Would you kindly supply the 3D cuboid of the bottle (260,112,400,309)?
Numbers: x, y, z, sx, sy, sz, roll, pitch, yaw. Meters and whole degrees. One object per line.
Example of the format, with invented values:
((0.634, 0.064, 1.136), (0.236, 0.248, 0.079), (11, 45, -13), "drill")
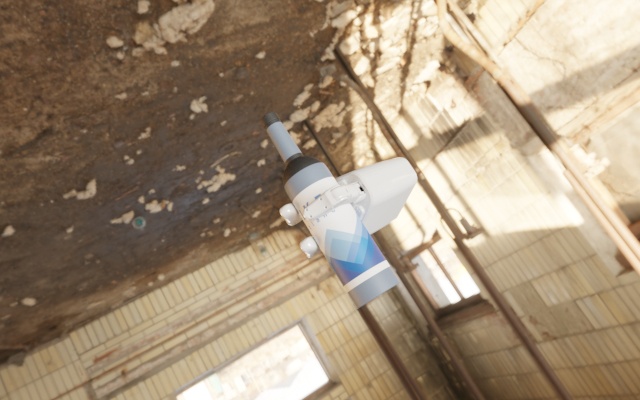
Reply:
((0.000, 0.002, 0.654), (0.069, 0.295, 0.069), (-30, -13, -8), "bottle")
